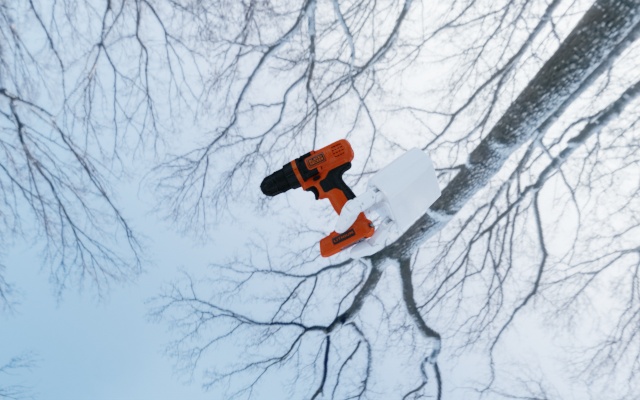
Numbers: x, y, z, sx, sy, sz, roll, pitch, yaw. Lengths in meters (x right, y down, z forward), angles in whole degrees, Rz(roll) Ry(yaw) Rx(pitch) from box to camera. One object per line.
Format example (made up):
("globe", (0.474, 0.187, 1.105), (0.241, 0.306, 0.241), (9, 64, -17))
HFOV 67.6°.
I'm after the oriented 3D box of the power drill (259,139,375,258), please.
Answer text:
("power drill", (0.001, 0.003, 0.852), (0.184, 0.187, 0.057), (-26, -12, 9))
